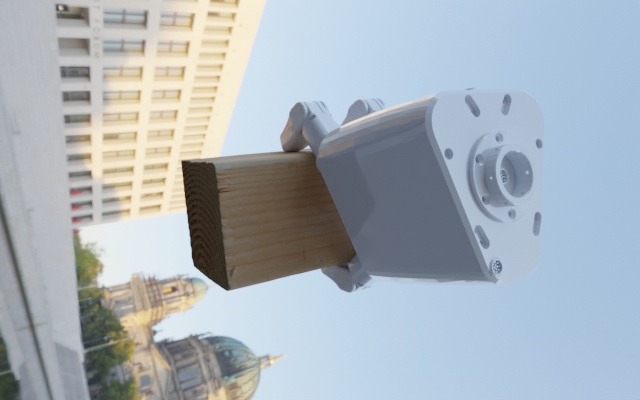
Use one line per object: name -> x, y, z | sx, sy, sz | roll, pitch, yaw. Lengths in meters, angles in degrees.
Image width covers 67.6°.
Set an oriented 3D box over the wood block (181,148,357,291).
wood block -> 0.000, 0.002, 0.404 | 0.206, 0.091, 0.090 | -9, 10, -30
